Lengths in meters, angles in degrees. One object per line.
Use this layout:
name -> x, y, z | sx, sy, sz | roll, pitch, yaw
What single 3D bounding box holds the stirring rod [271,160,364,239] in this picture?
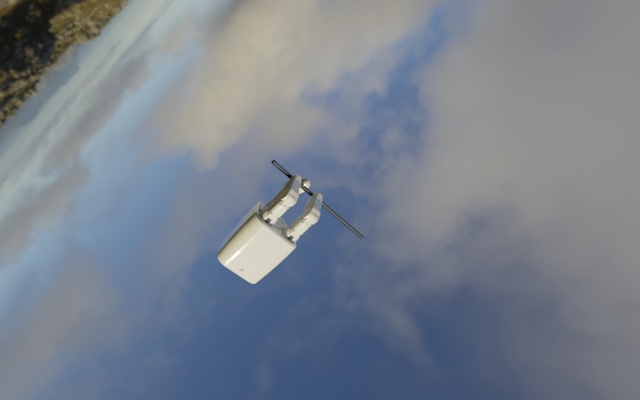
stirring rod -> 0.000, 0.003, 0.865 | 0.240, 0.011, 0.011 | 41, -22, -28
